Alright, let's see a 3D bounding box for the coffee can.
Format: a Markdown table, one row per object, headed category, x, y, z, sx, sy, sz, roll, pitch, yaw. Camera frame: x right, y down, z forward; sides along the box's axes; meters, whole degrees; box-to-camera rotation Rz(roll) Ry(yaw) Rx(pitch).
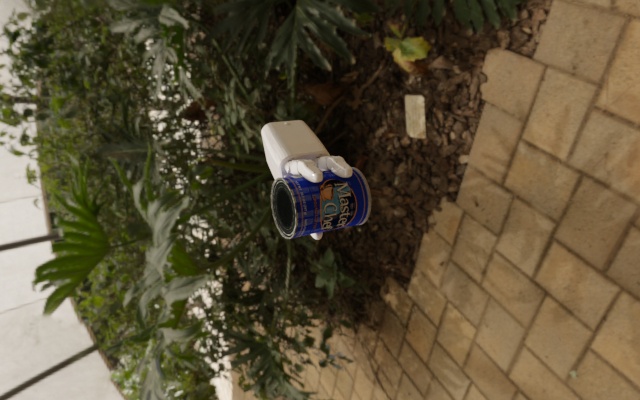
| category | x | y | z | sx | sy | sz | roll | pitch | yaw |
| --- | --- | --- | --- | --- | --- | --- | --- | --- | --- |
| coffee can | 0.000 | 0.003 | 0.809 | 0.140 | 0.103 | 0.103 | -10 | 4 | -27 |
